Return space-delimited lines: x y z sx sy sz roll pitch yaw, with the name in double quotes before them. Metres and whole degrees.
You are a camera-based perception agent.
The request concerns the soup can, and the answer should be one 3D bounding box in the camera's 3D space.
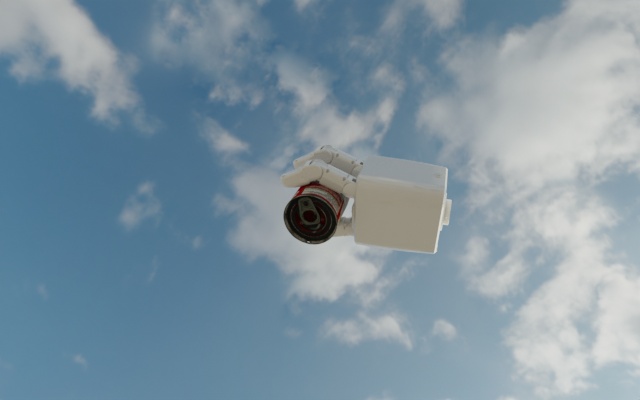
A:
"soup can" 0.000 0.002 0.619 0.068 0.068 0.102 0 26 17
